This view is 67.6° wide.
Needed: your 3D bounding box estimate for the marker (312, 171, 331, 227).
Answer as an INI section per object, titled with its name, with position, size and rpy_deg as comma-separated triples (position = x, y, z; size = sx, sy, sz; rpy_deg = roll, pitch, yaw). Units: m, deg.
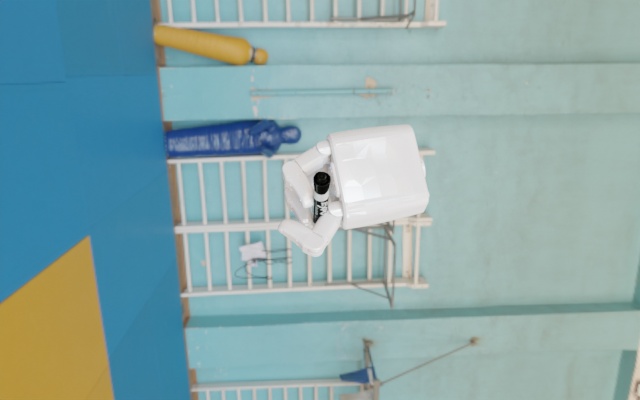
[marker]
position = 0.000, 0.002, 0.549
size = 0.020, 0.020, 0.121
rpy_deg = 0, -27, -2
